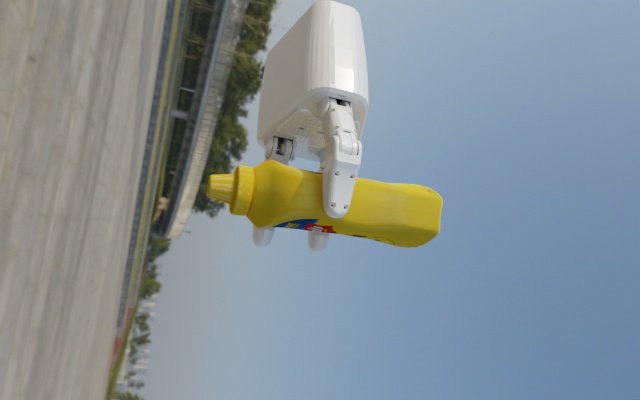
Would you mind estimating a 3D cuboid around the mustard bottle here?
[{"bbox_3d":[0.000,0.002,0.413,0.191,0.058,0.096,9,-4,-18],"label":"mustard bottle"}]
